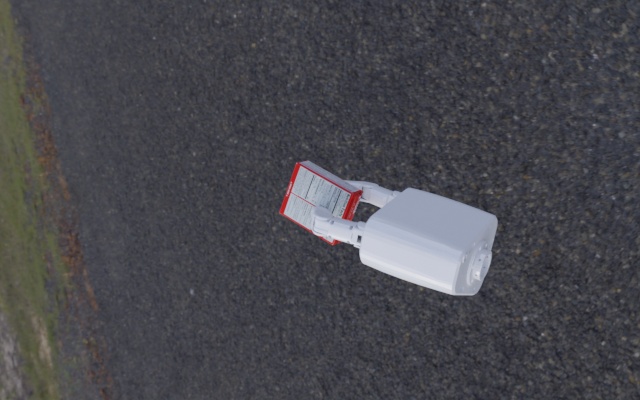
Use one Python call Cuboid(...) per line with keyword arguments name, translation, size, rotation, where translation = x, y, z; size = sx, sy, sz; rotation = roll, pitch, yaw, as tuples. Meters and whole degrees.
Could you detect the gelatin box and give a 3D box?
Cuboid(name="gelatin box", translation=(0.000, 0.002, 0.592), size=(0.089, 0.073, 0.030), rotation=(30, 24, 22))
